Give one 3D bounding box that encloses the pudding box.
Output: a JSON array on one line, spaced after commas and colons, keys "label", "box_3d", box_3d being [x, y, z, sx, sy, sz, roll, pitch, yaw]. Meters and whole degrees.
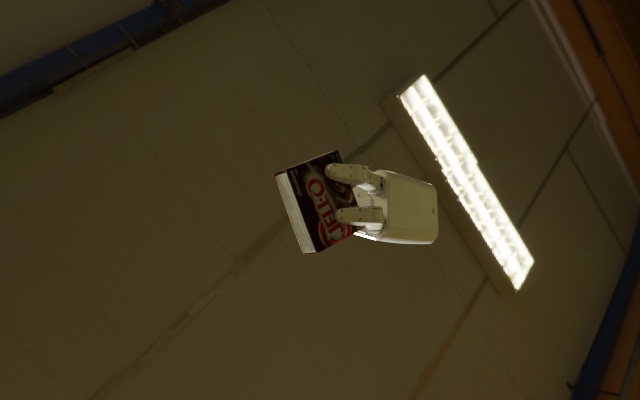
[{"label": "pudding box", "box_3d": [0.000, 0.002, 0.615, 0.090, 0.113, 0.039, -25, 5, -38]}]
